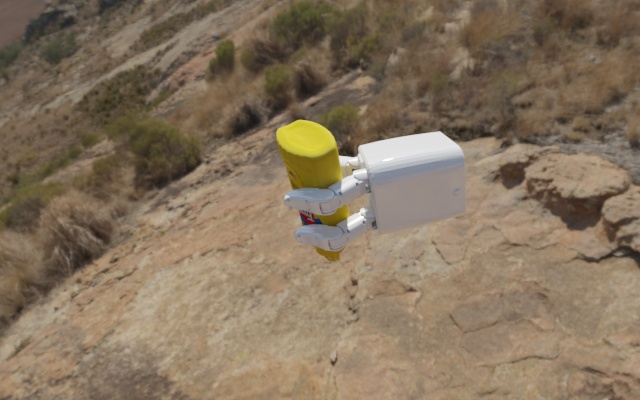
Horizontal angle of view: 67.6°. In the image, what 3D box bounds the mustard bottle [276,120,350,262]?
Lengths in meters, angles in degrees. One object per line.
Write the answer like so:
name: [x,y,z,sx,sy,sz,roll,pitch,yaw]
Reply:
mustard bottle: [0.000,0.002,0.591,0.058,0.192,0.096,-28,39,-18]
